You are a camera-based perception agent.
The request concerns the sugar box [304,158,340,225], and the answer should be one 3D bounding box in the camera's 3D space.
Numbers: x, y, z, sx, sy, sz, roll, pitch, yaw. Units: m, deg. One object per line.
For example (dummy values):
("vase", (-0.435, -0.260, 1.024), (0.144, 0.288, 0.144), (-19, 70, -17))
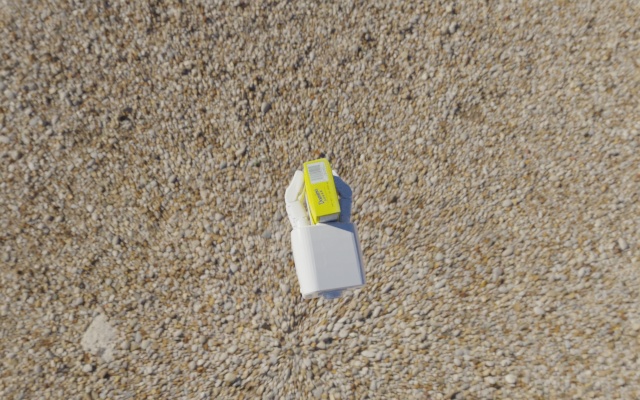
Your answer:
("sugar box", (0.000, 0.003, 0.821), (0.048, 0.093, 0.176), (-11, -16, -7))
